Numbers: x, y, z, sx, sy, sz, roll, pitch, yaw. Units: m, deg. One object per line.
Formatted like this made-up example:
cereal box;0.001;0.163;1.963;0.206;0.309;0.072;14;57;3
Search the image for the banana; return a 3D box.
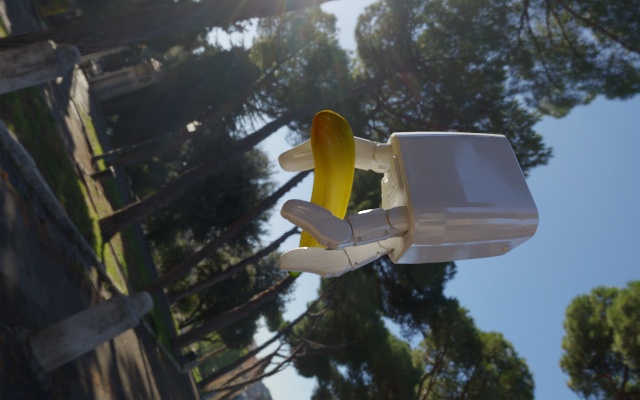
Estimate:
banana;0.006;-0.009;0.420;0.037;0.198;0.069;19;47;9
